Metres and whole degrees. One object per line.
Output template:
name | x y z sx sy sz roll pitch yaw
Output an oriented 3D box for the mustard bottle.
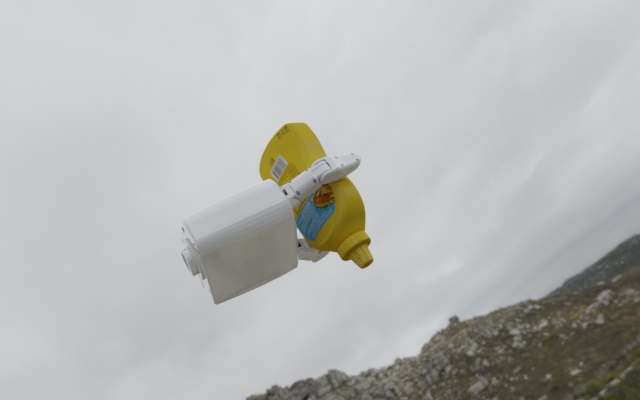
mustard bottle | 0.000 0.002 0.571 0.058 0.191 0.096 -10 -36 -44
